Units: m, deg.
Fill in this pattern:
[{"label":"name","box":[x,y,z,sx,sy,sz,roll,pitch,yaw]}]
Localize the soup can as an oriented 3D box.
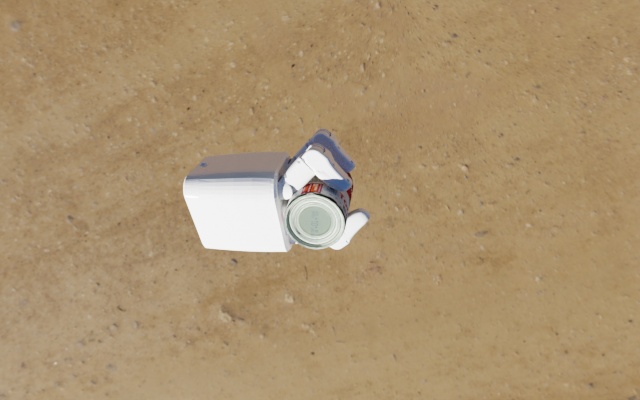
[{"label":"soup can","box":[0.001,0.002,0.544,0.068,0.068,0.102,0,25,8]}]
